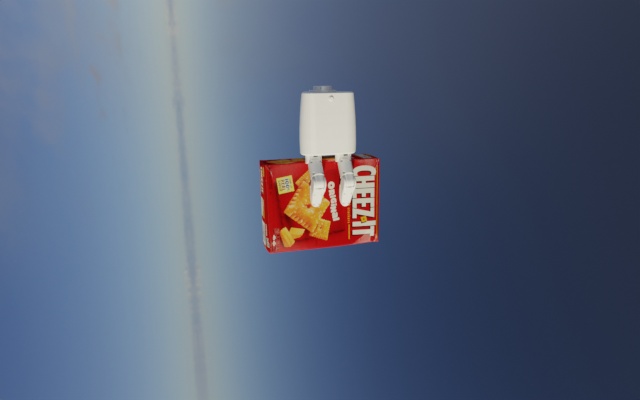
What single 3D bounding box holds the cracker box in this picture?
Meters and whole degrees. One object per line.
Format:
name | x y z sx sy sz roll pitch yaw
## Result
cracker box | 0.000 0.003 0.881 0.213 0.164 0.072 -5 14 -16
